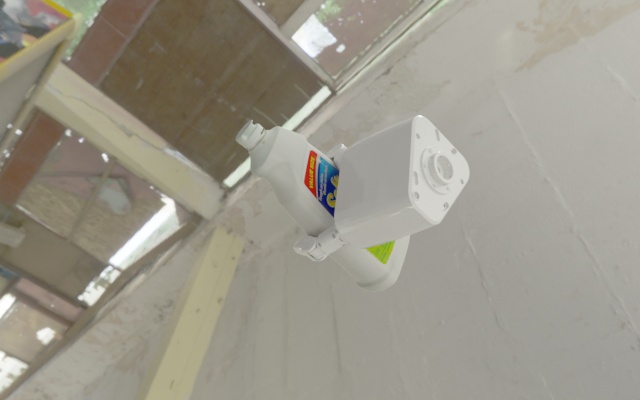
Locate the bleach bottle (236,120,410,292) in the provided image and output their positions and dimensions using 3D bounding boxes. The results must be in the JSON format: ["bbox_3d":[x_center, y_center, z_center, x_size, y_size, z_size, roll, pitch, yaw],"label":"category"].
[{"bbox_3d":[0.000,0.002,0.576,0.251,0.102,0.068,40,-36,-22],"label":"bleach bottle"}]
